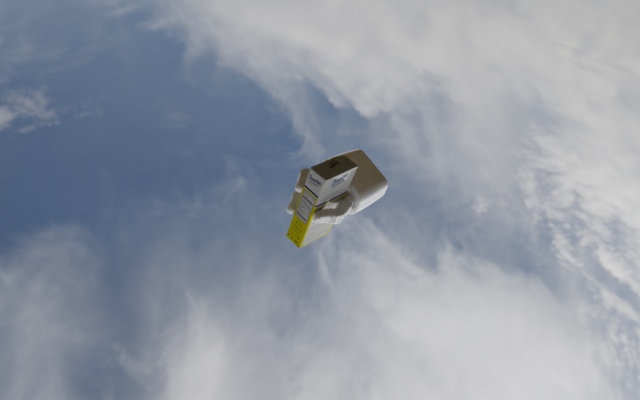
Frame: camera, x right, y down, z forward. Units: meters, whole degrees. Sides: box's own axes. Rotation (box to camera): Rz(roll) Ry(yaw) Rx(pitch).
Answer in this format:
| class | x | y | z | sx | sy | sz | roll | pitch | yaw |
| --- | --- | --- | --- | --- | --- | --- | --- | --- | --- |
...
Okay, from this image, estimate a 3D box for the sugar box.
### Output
| class | x | y | z | sx | sy | sz | roll | pitch | yaw |
| --- | --- | --- | --- | --- | --- | --- | --- | --- | --- |
| sugar box | 0.000 | 0.003 | 0.892 | 0.048 | 0.176 | 0.093 | 39 | 41 | 24 |
